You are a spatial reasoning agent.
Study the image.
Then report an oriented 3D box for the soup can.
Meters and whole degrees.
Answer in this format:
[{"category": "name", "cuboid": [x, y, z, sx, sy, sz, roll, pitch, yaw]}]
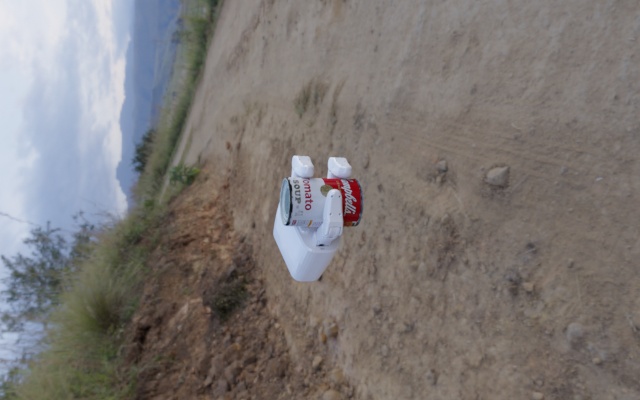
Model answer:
[{"category": "soup can", "cuboid": [0.000, 0.002, 0.658, 0.102, 0.068, 0.068, 1, 0, -16]}]
